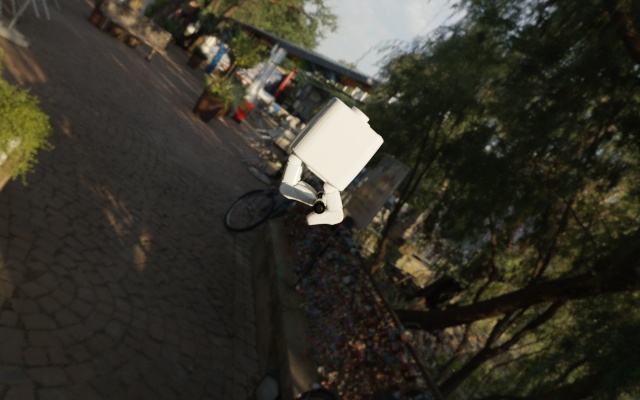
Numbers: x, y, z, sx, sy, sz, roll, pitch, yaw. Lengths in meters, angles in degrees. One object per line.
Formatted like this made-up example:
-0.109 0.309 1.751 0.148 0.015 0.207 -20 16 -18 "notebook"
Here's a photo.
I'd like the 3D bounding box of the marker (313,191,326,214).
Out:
0.000 0.003 0.749 0.020 0.020 0.121 0 9 2 "marker"
